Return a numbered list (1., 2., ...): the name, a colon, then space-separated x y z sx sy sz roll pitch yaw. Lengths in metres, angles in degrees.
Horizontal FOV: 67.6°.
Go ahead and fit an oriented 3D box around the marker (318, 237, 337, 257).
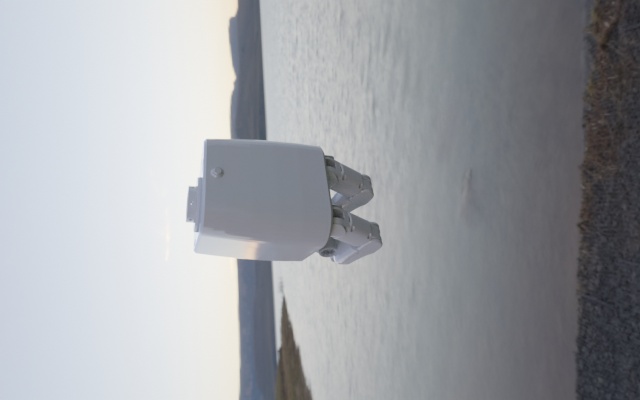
1. marker: 0.000 0.002 0.492 0.020 0.121 0.020 -6 -35 -4
